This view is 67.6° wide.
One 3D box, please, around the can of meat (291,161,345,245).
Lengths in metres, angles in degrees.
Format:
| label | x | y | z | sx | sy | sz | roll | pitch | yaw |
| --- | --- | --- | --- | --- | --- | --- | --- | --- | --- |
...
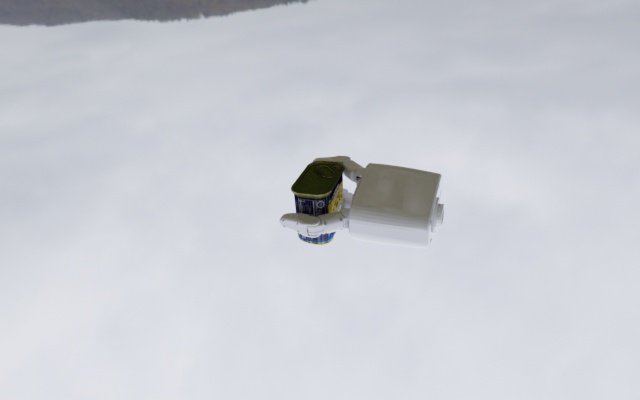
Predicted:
| label | x | y | z | sx | sy | sz | roll | pitch | yaw |
| --- | --- | --- | --- | --- | --- | --- | --- | --- | --- |
| can of meat | 0.000 | 0.003 | 0.690 | 0.057 | 0.084 | 0.102 | 6 | 32 | 17 |
